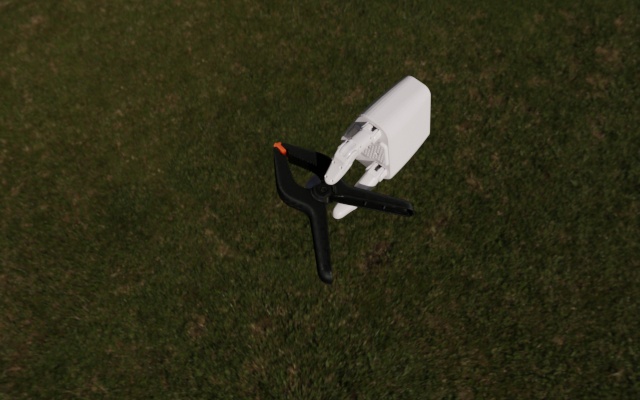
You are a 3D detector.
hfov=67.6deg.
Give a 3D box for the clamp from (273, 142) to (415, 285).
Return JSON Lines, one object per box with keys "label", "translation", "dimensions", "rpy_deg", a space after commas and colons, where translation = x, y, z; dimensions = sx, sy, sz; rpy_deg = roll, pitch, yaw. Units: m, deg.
{"label": "clamp", "translation": [0.000, 0.001, 0.648], "dimensions": [0.210, 0.164, 0.036], "rpy_deg": [39, -25, 15]}
